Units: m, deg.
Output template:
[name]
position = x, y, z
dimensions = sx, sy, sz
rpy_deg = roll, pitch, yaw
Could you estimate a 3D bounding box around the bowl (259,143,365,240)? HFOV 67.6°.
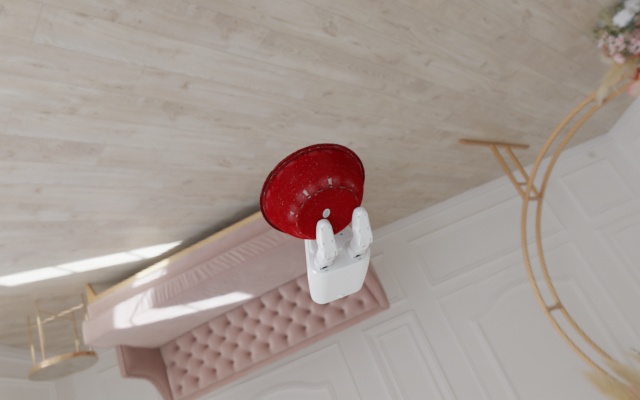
[bowl]
position = 0.000, 0.002, 0.664
dimensions = 0.162, 0.162, 0.055
rpy_deg = 0, 37, -28
